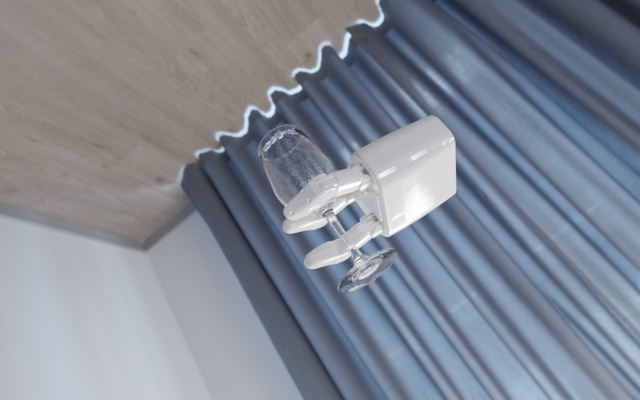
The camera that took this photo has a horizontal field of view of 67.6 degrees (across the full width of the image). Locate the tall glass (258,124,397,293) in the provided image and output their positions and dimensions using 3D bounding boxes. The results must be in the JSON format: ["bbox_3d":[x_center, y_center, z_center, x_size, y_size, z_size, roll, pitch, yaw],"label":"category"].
[{"bbox_3d":[0.000,0.002,0.545,0.079,0.201,0.079,-27,-28,-16],"label":"tall glass"}]
